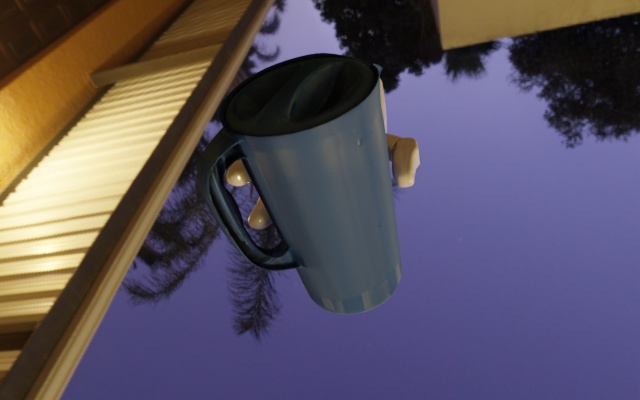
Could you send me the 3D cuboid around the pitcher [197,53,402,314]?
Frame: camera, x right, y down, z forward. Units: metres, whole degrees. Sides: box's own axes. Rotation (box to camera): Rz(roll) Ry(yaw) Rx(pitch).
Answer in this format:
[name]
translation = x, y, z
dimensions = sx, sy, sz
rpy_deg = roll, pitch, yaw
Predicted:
[pitcher]
translation = 0.000, 0.001, 0.451
dimensions = 0.149, 0.243, 0.145
rpy_deg = -6, 39, 14
